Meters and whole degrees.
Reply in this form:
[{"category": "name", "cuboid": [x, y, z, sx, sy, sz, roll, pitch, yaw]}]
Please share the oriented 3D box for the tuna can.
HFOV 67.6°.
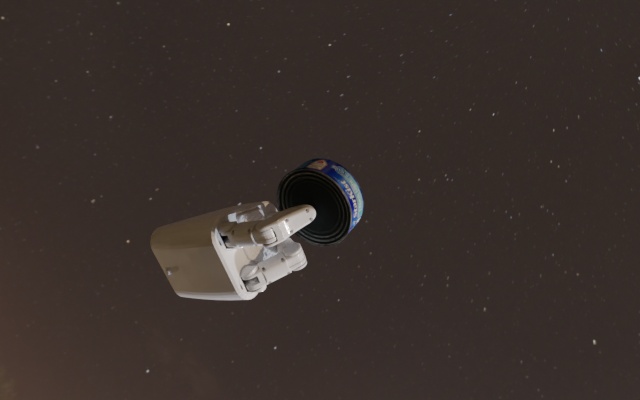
[{"category": "tuna can", "cuboid": [0.000, 0.001, 0.486, 0.086, 0.086, 0.033, 0, 25, 33]}]
